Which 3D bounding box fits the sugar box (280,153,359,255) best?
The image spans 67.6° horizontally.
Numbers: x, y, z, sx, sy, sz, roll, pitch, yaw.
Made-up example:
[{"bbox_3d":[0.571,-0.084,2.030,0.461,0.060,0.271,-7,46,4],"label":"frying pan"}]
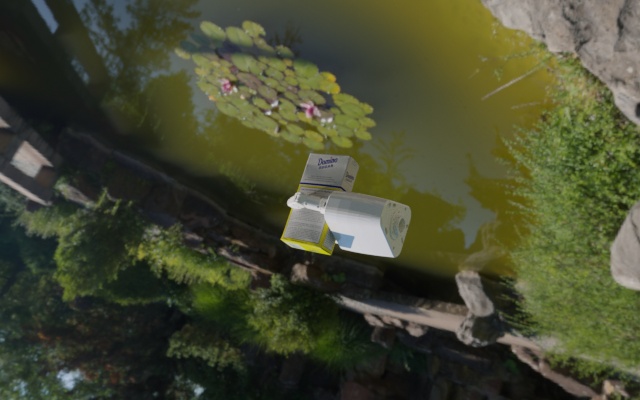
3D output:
[{"bbox_3d":[0.000,0.003,0.859,0.093,0.176,0.048,8,-21,35],"label":"sugar box"}]
